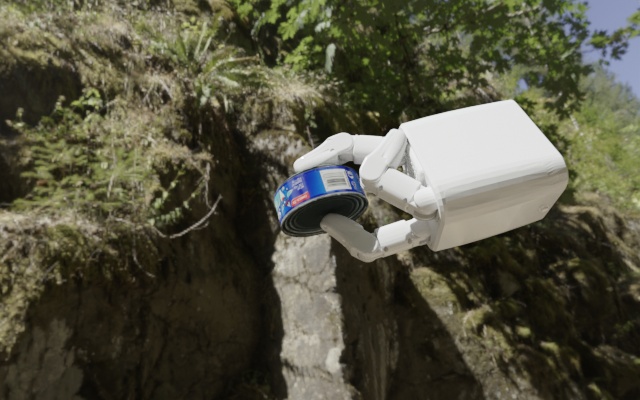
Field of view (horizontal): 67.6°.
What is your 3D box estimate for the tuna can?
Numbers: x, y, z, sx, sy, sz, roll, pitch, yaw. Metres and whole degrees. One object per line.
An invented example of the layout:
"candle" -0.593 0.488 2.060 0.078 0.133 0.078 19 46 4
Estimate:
"tuna can" 0.000 0.001 0.453 0.086 0.033 0.086 -15 -24 -7
